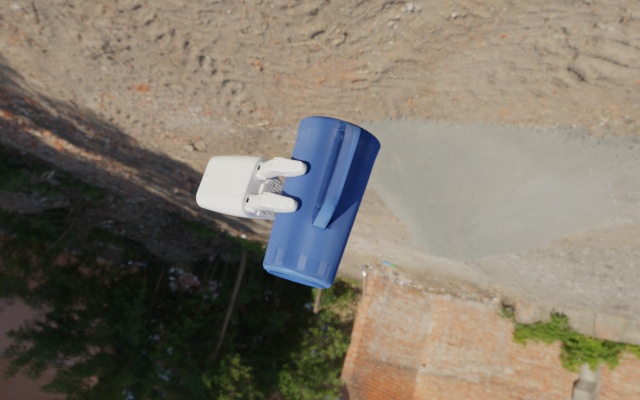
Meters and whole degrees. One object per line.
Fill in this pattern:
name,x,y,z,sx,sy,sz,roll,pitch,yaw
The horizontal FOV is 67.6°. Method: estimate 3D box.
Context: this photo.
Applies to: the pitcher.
pitcher,0.000,0.002,0.719,0.145,0.242,0.149,8,-16,34
